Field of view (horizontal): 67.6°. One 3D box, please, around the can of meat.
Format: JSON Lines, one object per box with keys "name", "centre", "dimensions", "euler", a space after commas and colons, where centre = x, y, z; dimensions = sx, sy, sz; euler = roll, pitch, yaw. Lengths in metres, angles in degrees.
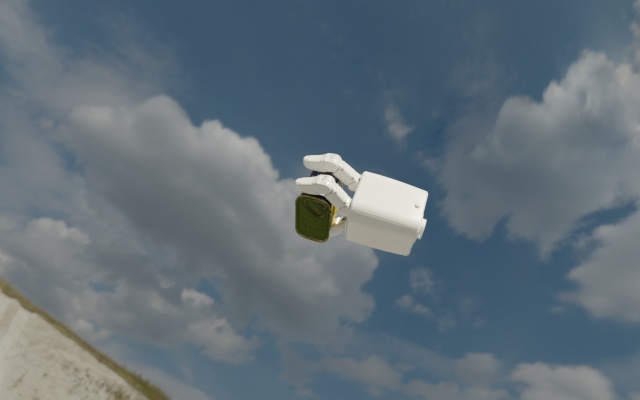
{"name": "can of meat", "centre": [0.000, 0.002, 0.773], "dimensions": [0.057, 0.084, 0.102], "euler": [15, -41, 11]}
